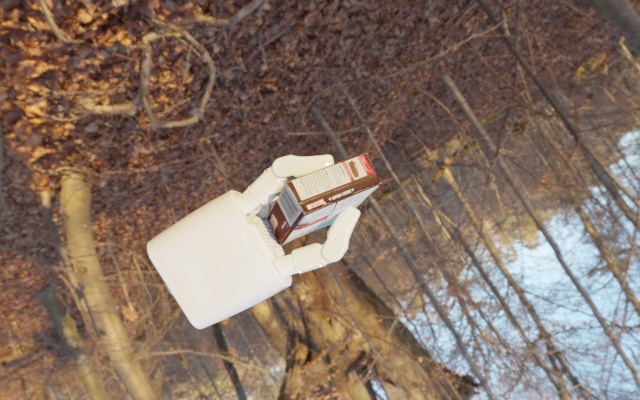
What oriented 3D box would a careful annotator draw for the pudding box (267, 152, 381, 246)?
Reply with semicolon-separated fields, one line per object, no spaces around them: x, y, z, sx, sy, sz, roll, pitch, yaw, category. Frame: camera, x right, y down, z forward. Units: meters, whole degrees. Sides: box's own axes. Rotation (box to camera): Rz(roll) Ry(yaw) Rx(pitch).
0.000;0.002;0.490;0.090;0.039;0.113;-23;-11;-22;pudding box
